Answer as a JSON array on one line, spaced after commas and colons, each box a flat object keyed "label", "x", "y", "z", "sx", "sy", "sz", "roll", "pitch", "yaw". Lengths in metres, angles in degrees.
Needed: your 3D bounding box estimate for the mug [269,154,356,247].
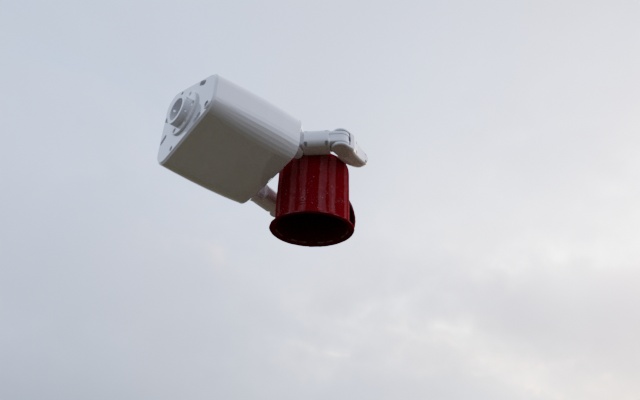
[{"label": "mug", "x": 0.001, "y": 0.002, "z": 0.546, "sx": 0.117, "sy": 0.081, "sz": 0.093, "roll": 26, "pitch": -37, "yaw": -38}]
